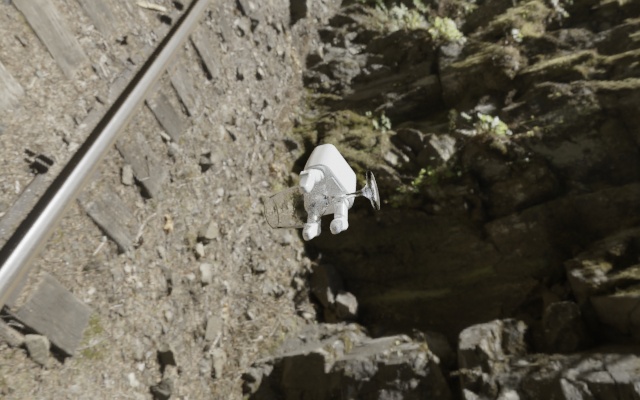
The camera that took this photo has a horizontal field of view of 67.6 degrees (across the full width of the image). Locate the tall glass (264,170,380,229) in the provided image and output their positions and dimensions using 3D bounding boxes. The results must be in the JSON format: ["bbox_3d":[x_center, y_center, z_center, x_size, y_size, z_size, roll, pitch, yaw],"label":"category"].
[{"bbox_3d":[0.001,0.003,0.863,0.201,0.079,0.079,-13,-4,17],"label":"tall glass"}]
